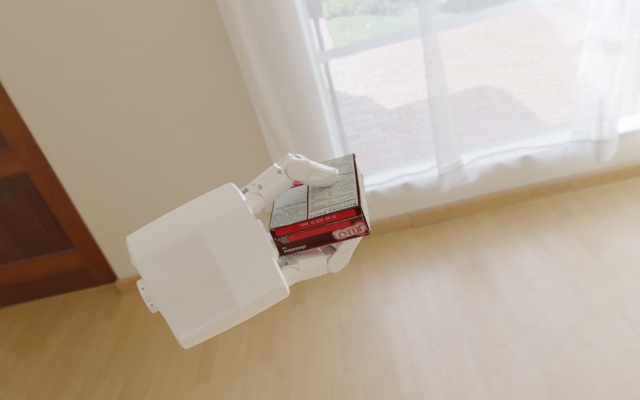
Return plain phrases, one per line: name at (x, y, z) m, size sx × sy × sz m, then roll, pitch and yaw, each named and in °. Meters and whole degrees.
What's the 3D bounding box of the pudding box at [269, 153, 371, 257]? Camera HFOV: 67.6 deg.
pudding box at (0.000, 0.001, 0.479) m, size 0.090 × 0.039 × 0.113 m, roll -14°, pitch 32°, yaw 9°
